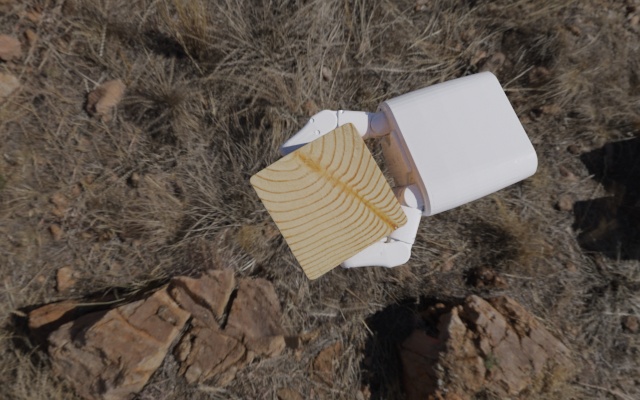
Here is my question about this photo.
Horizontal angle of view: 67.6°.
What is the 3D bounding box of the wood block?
[{"bbox_3d":[0.000,0.001,0.454,0.090,0.091,0.206,-30,1,-4],"label":"wood block"}]
